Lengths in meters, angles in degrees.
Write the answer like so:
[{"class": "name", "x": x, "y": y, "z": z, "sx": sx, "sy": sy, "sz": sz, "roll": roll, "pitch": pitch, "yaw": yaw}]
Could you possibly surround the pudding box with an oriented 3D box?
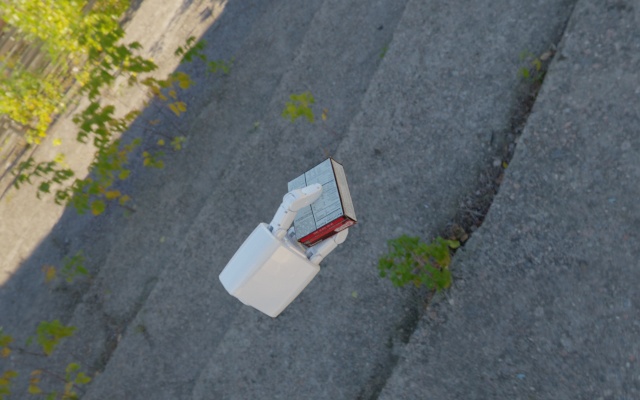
[{"class": "pudding box", "x": 0.000, "y": 0.002, "z": 0.720, "sx": 0.090, "sy": 0.113, "sz": 0.039, "roll": -29, "pitch": -36, "yaw": 24}]
